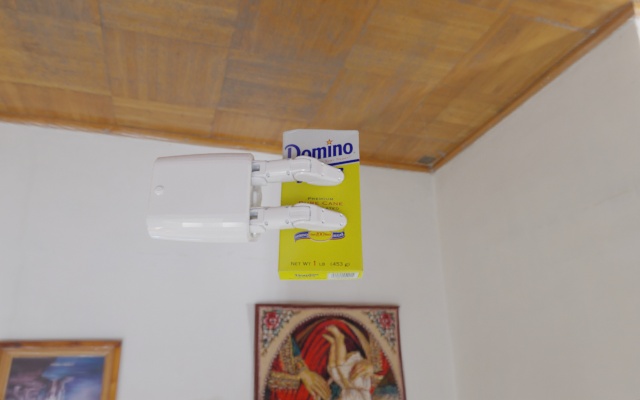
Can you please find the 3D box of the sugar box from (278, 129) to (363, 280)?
[{"bbox_3d":[0.000,0.002,0.550,0.093,0.176,0.048,0,-22,-2],"label":"sugar box"}]
